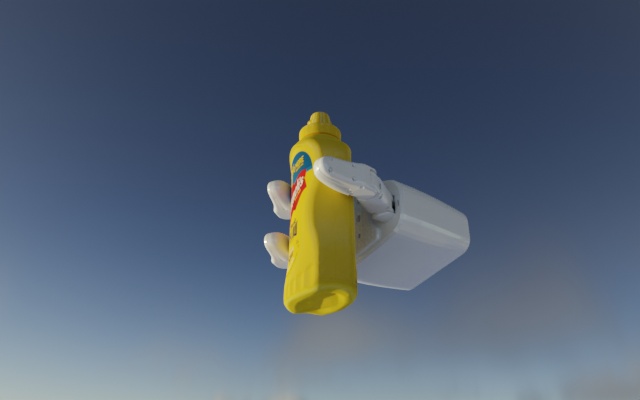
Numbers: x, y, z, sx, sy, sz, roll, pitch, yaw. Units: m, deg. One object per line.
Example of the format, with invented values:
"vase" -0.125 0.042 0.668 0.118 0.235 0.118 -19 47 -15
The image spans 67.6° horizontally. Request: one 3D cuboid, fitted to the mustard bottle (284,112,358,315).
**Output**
"mustard bottle" 0.000 0.002 0.440 0.058 0.191 0.096 6 -26 -12
